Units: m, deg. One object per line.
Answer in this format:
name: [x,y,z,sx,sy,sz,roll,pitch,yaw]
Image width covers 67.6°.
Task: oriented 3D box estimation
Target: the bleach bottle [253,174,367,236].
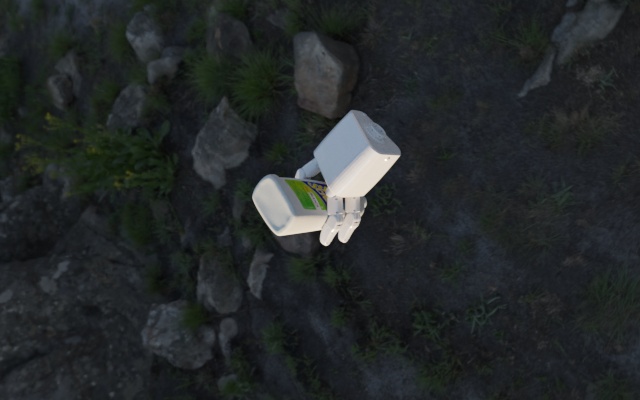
bleach bottle: [0.000,0.003,0.865,0.251,0.102,0.068,-5,-35,-52]
